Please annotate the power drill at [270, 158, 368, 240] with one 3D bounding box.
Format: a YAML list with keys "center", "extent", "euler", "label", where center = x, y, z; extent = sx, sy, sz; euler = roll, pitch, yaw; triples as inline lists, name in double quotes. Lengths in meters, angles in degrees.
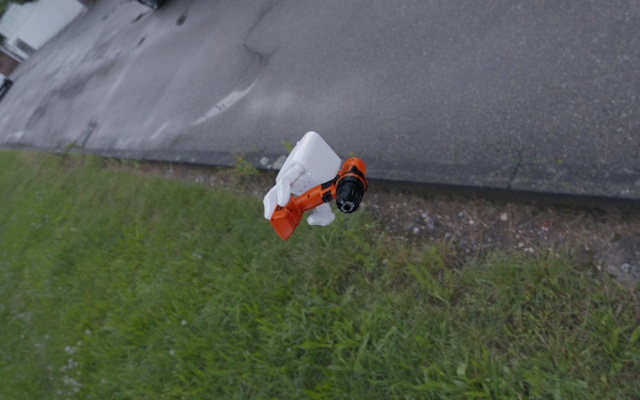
- center: [0.000, 0.003, 0.881]
  extent: [0.188, 0.057, 0.184]
  euler: [-27, 17, 20]
  label: "power drill"
